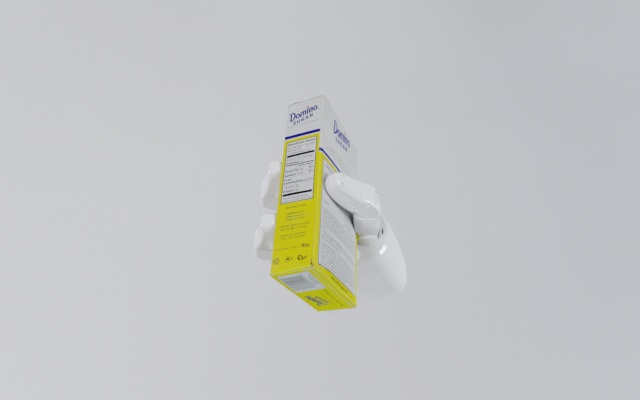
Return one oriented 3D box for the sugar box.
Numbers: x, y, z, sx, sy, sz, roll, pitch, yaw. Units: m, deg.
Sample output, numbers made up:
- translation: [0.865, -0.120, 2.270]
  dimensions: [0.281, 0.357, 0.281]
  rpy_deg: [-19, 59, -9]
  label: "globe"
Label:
- translation: [0.000, 0.002, 0.438]
  dimensions: [0.048, 0.176, 0.093]
  rpy_deg: [-13, -35, 20]
  label: "sugar box"
